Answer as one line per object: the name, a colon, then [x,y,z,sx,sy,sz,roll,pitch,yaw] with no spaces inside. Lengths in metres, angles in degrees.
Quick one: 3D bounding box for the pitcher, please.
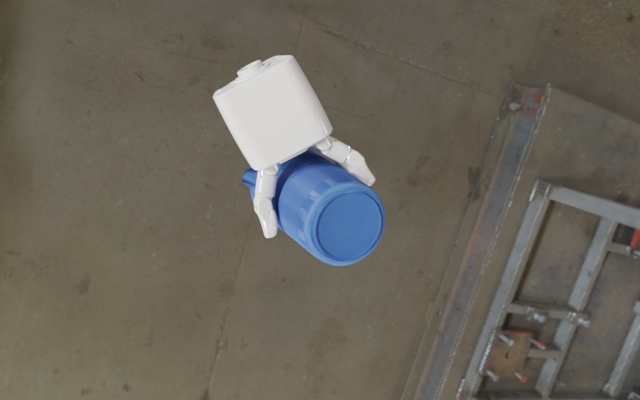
pitcher: [0.000,0.002,0.681,0.149,0.145,0.242,-32,24,-11]
